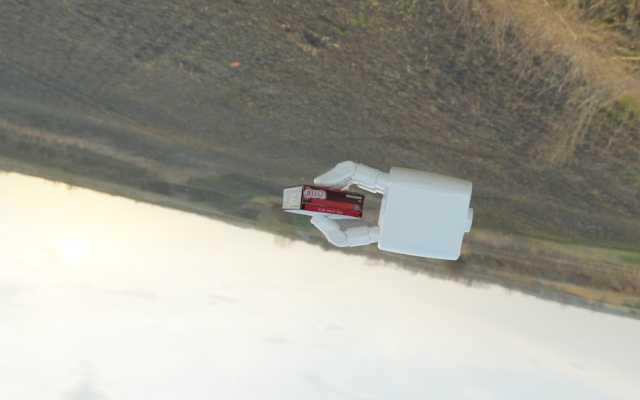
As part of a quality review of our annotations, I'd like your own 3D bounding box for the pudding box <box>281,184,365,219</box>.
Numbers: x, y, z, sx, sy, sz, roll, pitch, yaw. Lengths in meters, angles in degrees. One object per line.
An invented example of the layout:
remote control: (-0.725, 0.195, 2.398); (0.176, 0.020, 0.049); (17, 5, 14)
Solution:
pudding box: (0.000, 0.002, 0.676); (0.090, 0.039, 0.113); (9, -6, -18)
